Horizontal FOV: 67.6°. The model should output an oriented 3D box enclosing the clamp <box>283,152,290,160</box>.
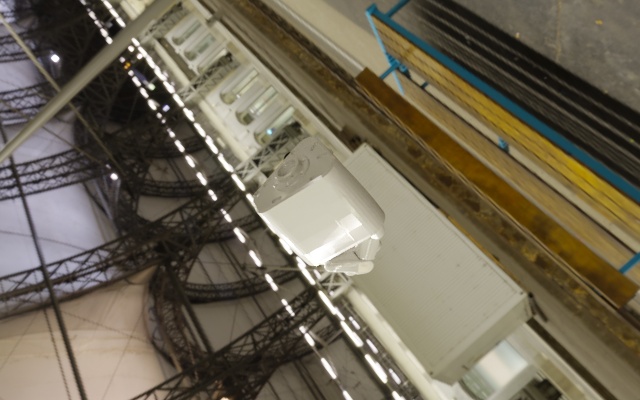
[{"bbox_3d":[0.000,0.003,0.667,0.120,0.039,0.171,49,1,-34],"label":"clamp"}]
